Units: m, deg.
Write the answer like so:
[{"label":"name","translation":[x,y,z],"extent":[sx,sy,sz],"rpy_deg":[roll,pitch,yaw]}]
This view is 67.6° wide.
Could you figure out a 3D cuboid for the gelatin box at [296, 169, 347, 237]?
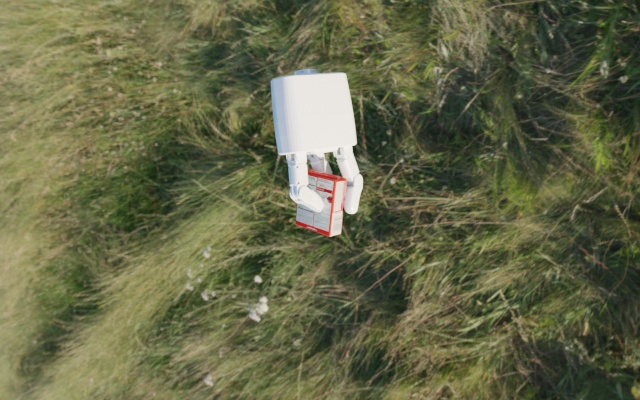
[{"label":"gelatin box","translation":[0.000,0.003,0.724],"extent":[0.073,0.089,0.030],"rpy_deg":[16,16,39]}]
